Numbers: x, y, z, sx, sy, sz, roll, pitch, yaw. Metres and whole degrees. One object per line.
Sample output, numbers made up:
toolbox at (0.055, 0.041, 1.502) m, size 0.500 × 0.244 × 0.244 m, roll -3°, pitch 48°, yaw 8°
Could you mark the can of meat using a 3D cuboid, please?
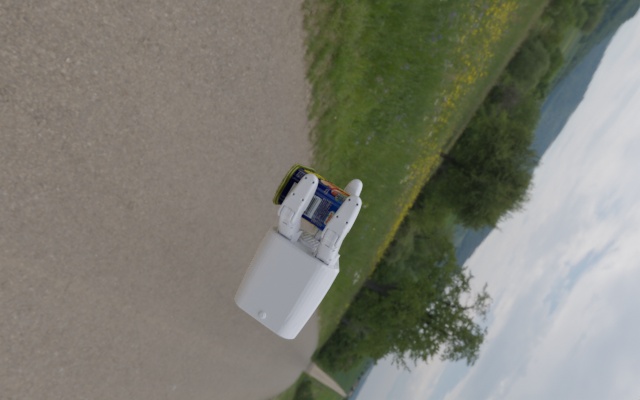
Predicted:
can of meat at (0.000, 0.002, 0.596) m, size 0.084 × 0.057 × 0.102 m, roll 33°, pitch 6°, yaw 13°
